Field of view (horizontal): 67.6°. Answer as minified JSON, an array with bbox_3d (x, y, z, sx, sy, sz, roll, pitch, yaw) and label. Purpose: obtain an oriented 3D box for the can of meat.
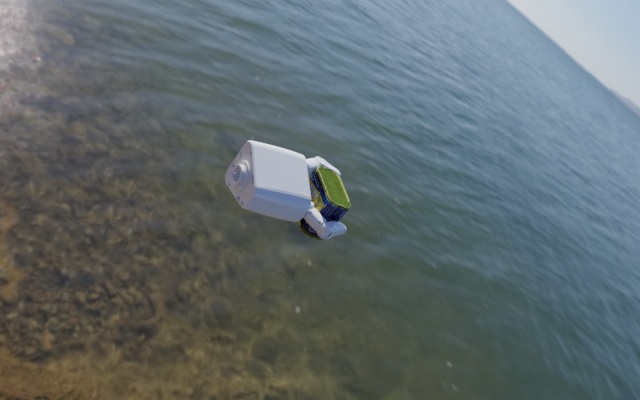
[{"bbox_3d":[0.000,0.003,0.830,0.057,0.102,0.084,16,-52,-36],"label":"can of meat"}]
